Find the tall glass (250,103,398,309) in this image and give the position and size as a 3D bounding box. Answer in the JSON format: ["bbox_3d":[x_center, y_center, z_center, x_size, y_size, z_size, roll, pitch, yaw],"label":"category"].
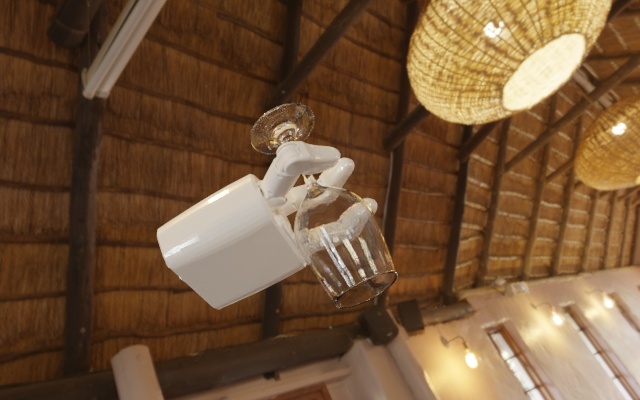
[{"bbox_3d":[0.000,0.001,0.464,0.079,0.201,0.079,-21,-29,-12],"label":"tall glass"}]
